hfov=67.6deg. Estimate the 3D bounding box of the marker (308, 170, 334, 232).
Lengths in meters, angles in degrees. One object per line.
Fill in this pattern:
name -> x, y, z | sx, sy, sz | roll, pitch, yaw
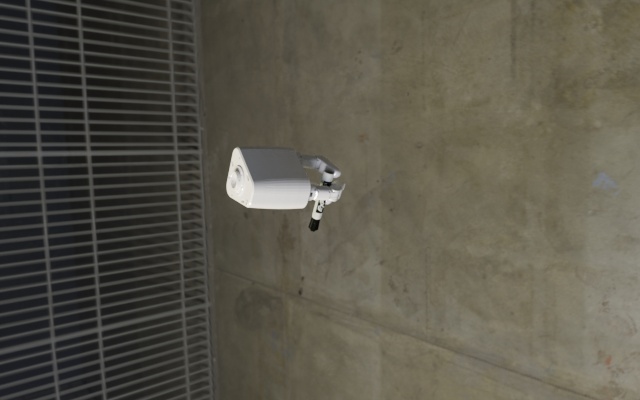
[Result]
marker -> 0.000, 0.003, 0.855 | 0.020, 0.121, 0.020 | 13, 25, -6
